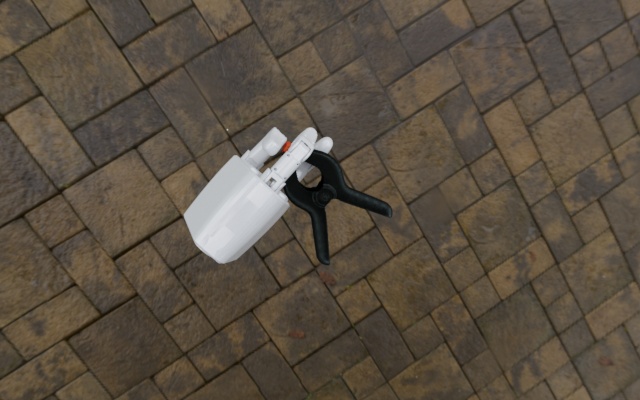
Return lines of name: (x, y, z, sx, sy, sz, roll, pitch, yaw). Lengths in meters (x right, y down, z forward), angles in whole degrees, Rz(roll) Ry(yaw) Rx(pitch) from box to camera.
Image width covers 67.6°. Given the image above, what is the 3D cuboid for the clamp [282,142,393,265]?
clamp: (0.000, 0.002, 0.625, 0.171, 0.120, 0.039, 43, -2, -14)
